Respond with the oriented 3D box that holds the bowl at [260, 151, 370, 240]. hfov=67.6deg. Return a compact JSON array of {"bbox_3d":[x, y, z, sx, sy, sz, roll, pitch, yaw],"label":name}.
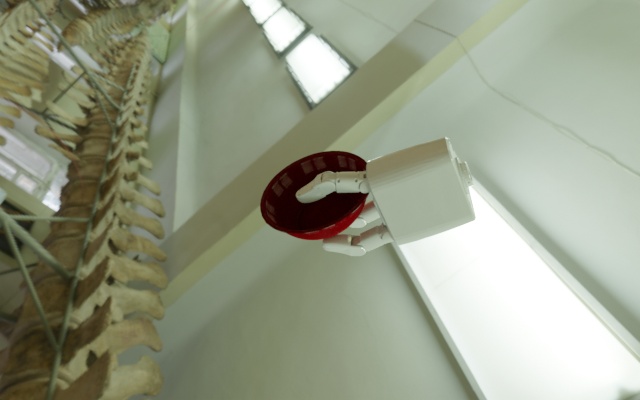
[{"bbox_3d":[-0.001,0.003,0.667,0.162,0.055,0.162,-13,41,12],"label":"bowl"}]
